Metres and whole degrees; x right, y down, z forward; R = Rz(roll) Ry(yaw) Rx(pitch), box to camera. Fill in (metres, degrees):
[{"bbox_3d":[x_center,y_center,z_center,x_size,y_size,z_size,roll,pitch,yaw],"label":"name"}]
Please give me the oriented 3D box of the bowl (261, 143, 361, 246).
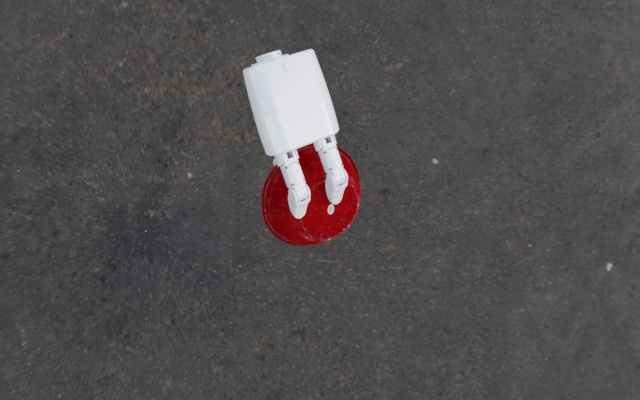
[{"bbox_3d":[0.001,0.003,0.679,0.162,0.162,0.055,0,21,-30],"label":"bowl"}]
